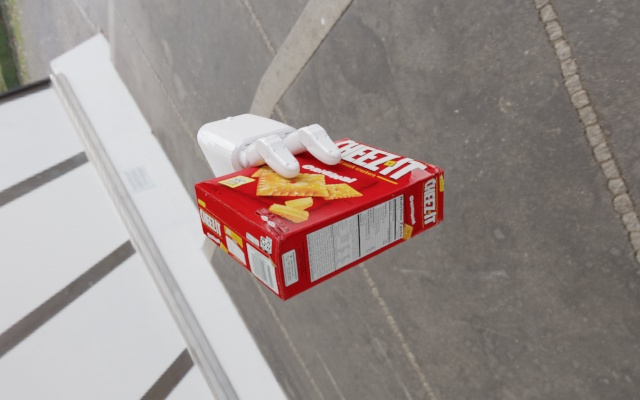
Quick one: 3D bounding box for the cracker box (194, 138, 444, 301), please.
[{"bbox_3d":[0.000,0.002,0.511,0.213,0.072,0.164,-22,31,-32],"label":"cracker box"}]
